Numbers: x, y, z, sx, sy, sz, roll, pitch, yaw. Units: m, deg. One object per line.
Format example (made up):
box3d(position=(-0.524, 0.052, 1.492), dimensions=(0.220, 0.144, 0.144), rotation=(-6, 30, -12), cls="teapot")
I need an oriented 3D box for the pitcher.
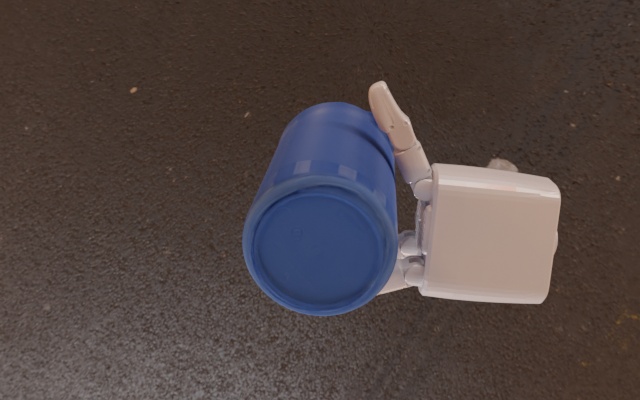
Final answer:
box3d(position=(0.000, 0.001, 0.434), dimensions=(0.145, 0.149, 0.242), rotation=(6, 20, 3), cls="pitcher")
